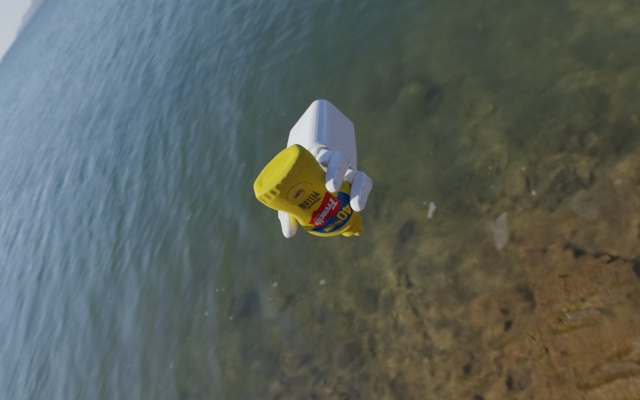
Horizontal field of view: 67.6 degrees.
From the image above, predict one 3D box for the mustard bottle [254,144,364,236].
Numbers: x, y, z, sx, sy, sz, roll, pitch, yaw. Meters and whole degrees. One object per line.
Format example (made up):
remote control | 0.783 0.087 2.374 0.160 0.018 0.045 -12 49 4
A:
mustard bottle | 0.000 0.002 0.714 0.192 0.096 0.058 36 17 -35
